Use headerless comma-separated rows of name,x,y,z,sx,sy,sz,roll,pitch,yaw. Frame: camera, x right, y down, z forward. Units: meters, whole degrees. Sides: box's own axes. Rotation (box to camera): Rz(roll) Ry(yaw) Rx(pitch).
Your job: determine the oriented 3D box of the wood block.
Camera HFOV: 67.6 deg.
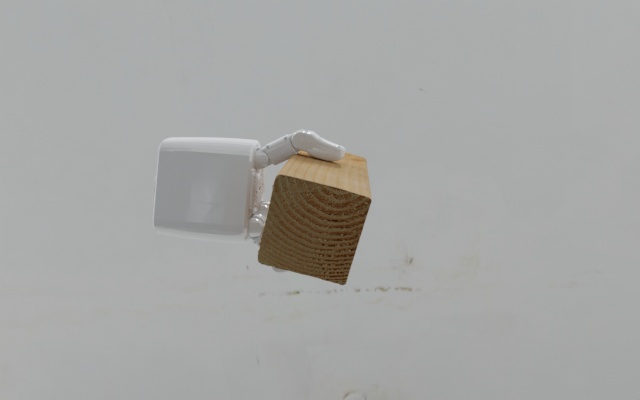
wood block,0.000,0.001,0.532,0.090,0.091,0.206,15,16,0
